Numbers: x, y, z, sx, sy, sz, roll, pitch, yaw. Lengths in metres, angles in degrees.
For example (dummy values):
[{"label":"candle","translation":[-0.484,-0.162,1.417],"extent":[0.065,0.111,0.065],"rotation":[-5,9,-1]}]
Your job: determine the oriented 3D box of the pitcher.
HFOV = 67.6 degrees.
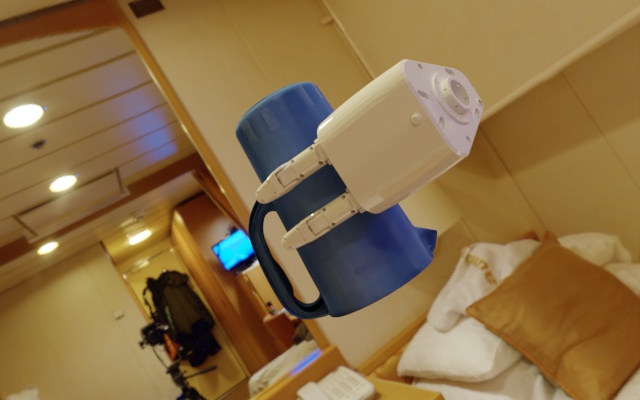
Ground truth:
[{"label":"pitcher","translation":[0.000,0.002,0.532],"extent":[0.145,0.243,0.149],"rotation":[-34,-4,43]}]
